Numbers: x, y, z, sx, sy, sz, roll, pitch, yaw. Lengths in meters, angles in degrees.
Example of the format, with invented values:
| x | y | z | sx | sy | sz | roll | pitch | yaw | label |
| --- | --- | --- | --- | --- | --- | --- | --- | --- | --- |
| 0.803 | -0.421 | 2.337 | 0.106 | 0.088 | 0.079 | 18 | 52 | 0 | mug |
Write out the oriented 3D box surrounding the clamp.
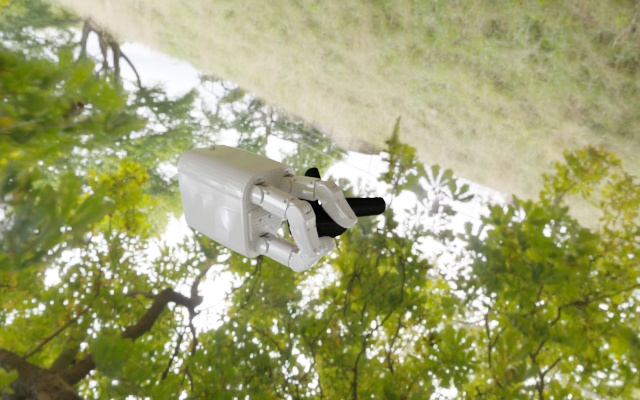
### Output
| x | y | z | sx | sy | sz | roll | pitch | yaw | label |
| --- | --- | --- | --- | --- | --- | --- | --- | --- | --- |
| 0.000 | 0.003 | 0.596 | 0.120 | 0.039 | 0.171 | 23 | 22 | 24 | clamp |
